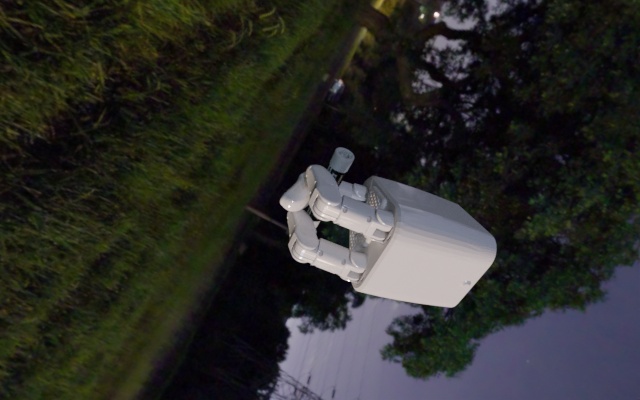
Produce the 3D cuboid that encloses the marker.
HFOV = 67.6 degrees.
[{"bbox_3d":[0.000,0.002,0.463,0.020,0.121,0.020,17,37,-13],"label":"marker"}]
